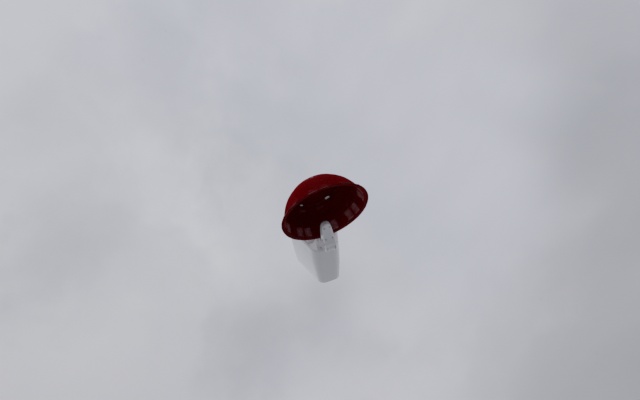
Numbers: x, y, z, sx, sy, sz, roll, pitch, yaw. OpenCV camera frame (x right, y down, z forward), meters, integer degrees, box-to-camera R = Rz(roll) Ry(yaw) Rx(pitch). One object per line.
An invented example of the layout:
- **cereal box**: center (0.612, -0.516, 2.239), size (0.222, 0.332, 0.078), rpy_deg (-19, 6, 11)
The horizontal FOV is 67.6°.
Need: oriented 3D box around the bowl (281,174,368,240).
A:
- **bowl**: center (0.000, 0.002, 0.840), size (0.162, 0.055, 0.162), rpy_deg (-18, -31, -11)
